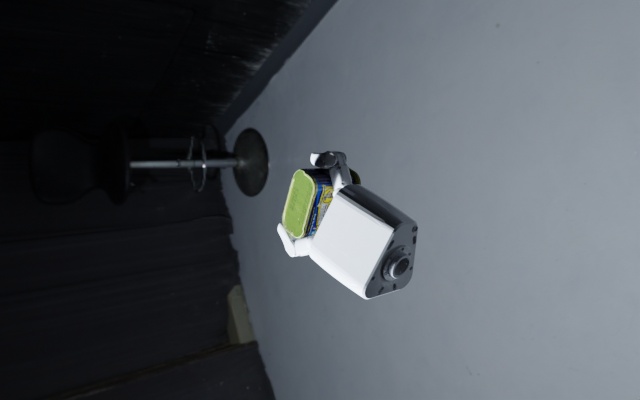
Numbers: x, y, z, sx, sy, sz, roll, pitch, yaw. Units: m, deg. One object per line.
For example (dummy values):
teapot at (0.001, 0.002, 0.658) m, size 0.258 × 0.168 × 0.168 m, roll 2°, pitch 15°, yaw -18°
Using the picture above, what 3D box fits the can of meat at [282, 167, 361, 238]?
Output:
can of meat at (0.000, 0.002, 0.682) m, size 0.084 × 0.102 × 0.057 m, roll -6°, pitch 31°, yaw -40°
